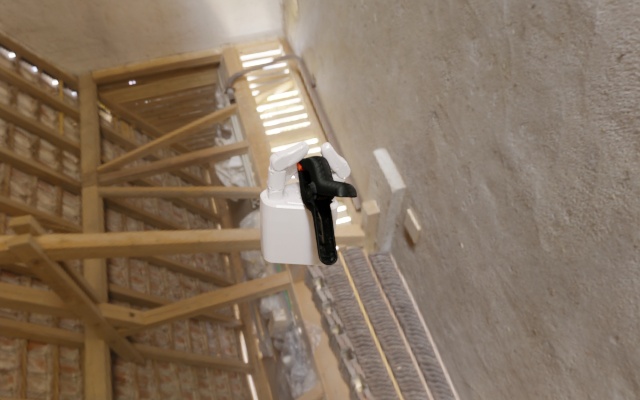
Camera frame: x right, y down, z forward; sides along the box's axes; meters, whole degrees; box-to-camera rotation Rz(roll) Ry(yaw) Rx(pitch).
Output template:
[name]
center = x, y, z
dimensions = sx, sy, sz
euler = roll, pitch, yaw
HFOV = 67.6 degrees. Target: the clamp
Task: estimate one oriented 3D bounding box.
[clamp]
center = 0.000, 0.002, 0.647
dimensions = 0.039, 0.120, 0.171
euler = 7, 25, -21
